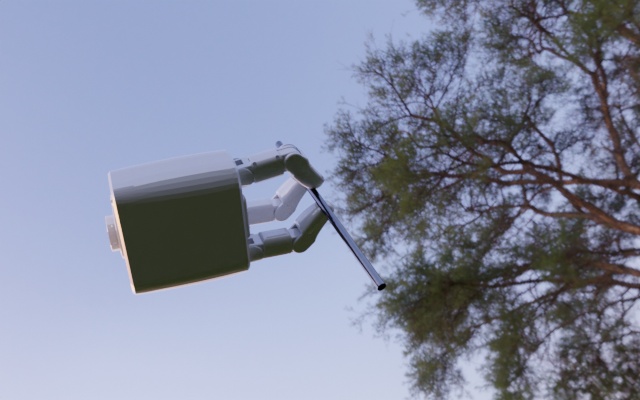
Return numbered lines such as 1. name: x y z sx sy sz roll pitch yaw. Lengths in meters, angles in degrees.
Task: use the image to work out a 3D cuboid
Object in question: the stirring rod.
1. stirring rod: 0.000 0.002 0.465 0.011 0.011 0.239 0 34 -29
